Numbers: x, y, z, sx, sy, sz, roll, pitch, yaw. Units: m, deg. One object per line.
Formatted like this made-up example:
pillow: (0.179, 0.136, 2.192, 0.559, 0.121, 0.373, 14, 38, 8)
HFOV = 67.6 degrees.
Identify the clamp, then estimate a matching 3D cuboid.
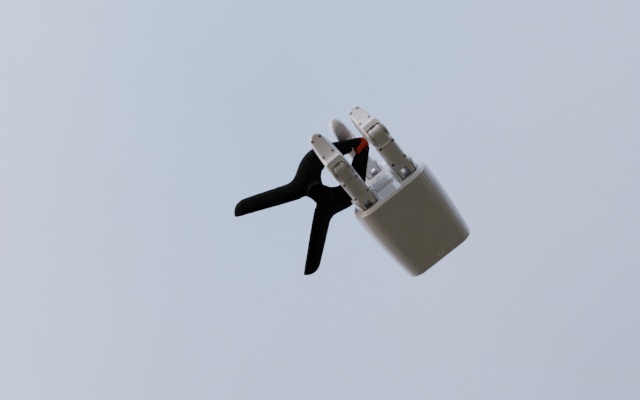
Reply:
clamp: (0.000, 0.001, 0.552, 0.171, 0.120, 0.039, -39, 16, 5)
